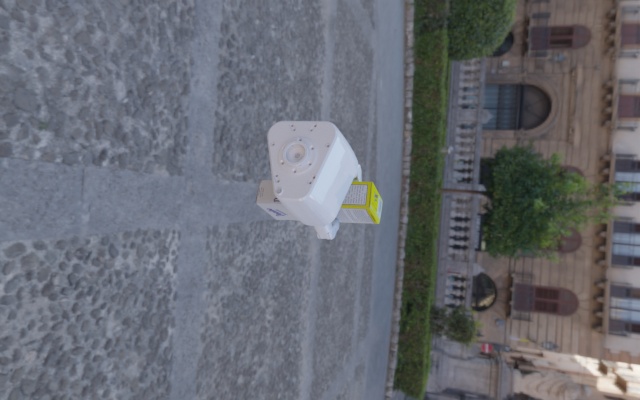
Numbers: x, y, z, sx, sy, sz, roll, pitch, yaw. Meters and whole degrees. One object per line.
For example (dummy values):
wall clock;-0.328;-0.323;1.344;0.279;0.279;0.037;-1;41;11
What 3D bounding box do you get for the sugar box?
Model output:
sugar box;0.000;0.002;0.733;0.176;0.048;0.093;4;-17;18
